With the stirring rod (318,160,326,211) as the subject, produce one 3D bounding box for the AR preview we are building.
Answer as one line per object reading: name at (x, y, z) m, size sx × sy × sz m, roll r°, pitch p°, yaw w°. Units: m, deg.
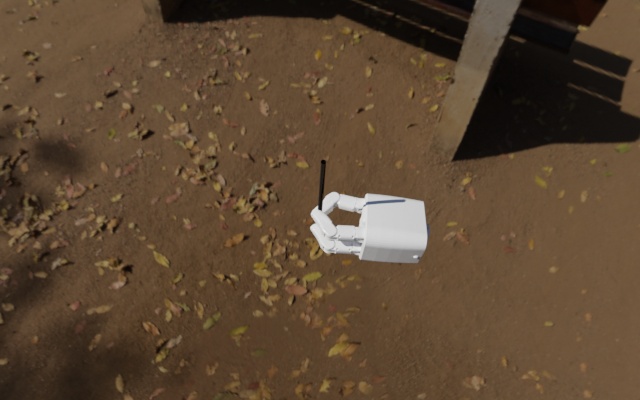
stirring rod at (0.000, 0.003, 0.795) m, size 0.011 × 0.011 × 0.240 m, roll 0°, pitch -29°, yaw -2°
